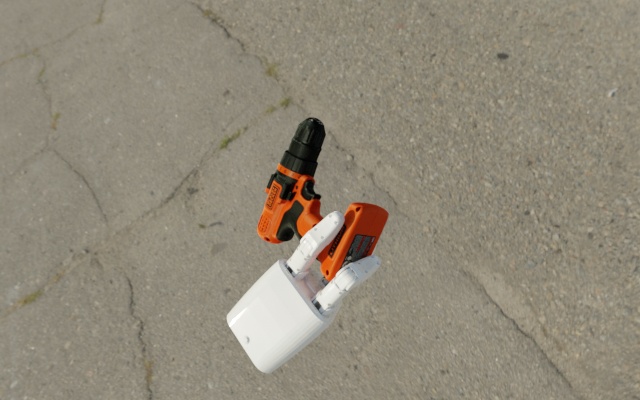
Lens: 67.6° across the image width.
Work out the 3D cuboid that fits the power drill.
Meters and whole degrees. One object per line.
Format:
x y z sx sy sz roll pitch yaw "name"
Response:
0.000 0.002 0.612 0.057 0.184 0.187 8 20 -40 "power drill"
